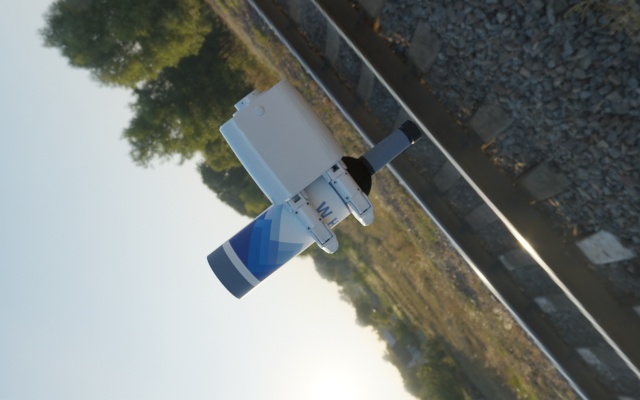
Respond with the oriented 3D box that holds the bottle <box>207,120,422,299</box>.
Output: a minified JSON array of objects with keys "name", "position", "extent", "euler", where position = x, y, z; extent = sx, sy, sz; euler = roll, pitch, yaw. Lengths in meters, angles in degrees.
[{"name":"bottle","position":[0.000,0.002,0.579],"extent":[0.295,0.069,0.069],"euler":[-38,2,-3]}]
